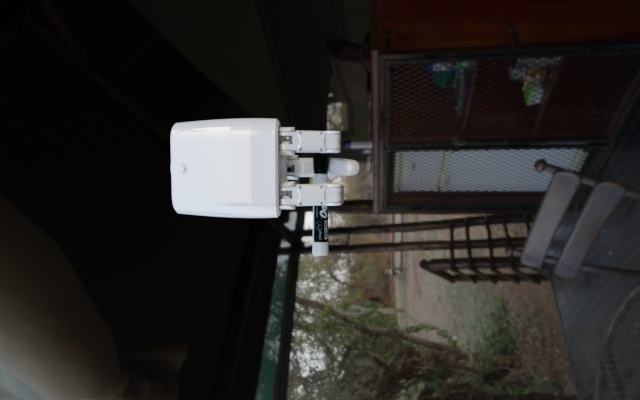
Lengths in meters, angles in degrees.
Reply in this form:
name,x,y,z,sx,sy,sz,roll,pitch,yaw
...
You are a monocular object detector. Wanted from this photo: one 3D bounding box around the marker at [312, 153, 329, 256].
name,x,y,z,sx,sy,sz,roll,pitch,yaw
marker,0.000,0.002,0.544,0.020,0.121,0.020,0,4,0
